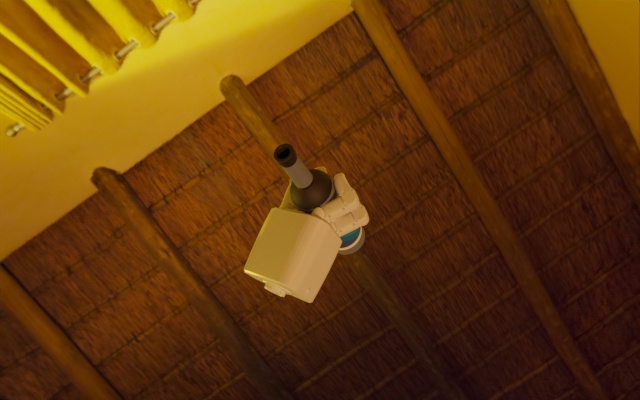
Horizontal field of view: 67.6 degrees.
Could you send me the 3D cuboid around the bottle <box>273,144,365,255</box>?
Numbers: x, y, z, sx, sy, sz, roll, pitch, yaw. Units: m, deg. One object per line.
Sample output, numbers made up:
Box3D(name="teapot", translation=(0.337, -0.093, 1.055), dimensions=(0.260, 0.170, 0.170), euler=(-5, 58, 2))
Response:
Box3D(name="bottle", translation=(0.000, 0.002, 0.729), dimensions=(0.069, 0.069, 0.296), euler=(0, -25, 21))
